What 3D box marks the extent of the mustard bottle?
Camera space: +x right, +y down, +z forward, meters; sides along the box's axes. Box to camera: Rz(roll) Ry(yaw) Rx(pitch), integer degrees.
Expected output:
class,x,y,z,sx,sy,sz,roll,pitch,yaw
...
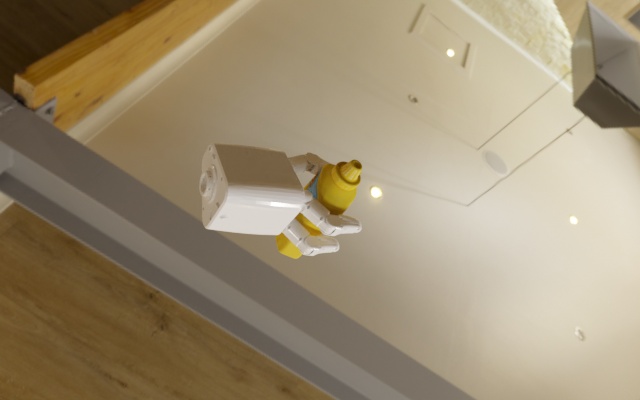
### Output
class,x,y,z,sx,sy,sz,roll,pitch,yaw
mustard bottle,0.000,0.002,0.691,0.058,0.096,0.192,26,-43,-17
